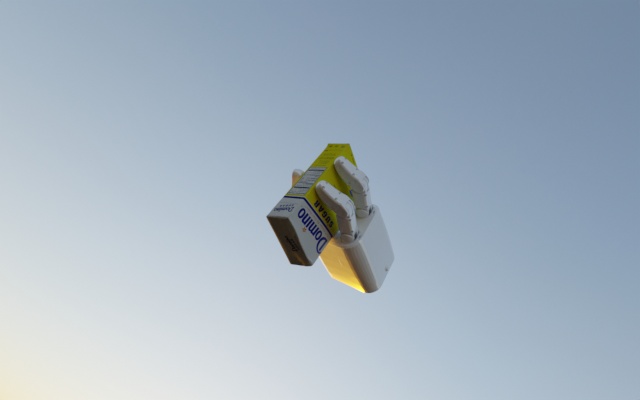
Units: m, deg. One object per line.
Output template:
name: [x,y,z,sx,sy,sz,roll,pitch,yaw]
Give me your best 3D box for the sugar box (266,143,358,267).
sugar box: [0.001,0.002,0.692,0.048,0.093,0.176,2,41,34]
